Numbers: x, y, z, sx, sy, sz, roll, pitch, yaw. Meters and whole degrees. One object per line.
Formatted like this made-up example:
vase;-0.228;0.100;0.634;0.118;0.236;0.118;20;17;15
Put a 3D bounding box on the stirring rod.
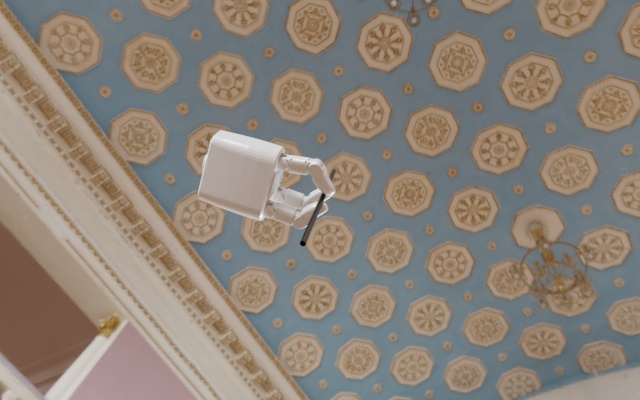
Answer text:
stirring rod;0.000;0.002;0.707;0.011;0.011;0.239;0;26;12
